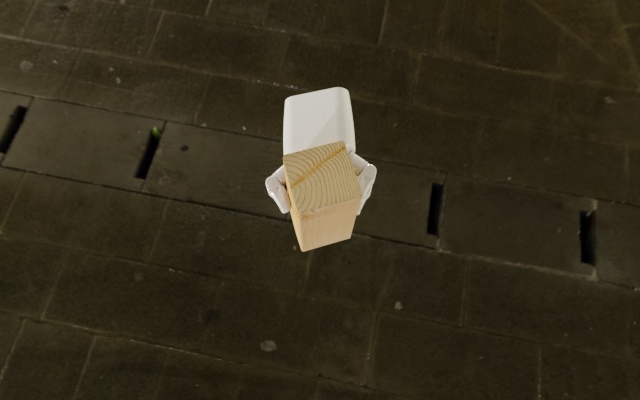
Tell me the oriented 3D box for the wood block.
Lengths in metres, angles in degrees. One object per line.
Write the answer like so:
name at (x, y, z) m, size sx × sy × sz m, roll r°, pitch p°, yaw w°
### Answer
wood block at (0.000, 0.002, 0.737) m, size 0.091 × 0.090 × 0.206 m, roll -15°, pitch -19°, yaw -6°
